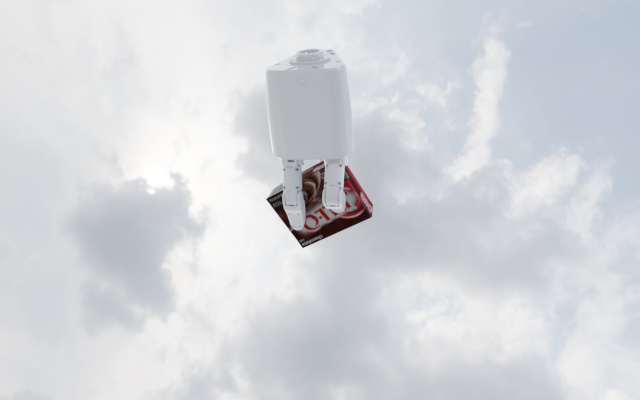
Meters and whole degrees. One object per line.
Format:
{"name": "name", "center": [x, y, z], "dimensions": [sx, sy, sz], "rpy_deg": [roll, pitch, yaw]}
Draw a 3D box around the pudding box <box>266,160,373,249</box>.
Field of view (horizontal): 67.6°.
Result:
{"name": "pudding box", "center": [0.000, 0.002, 0.630], "dimensions": [0.113, 0.090, 0.039], "rpy_deg": [-26, 22, 24]}
